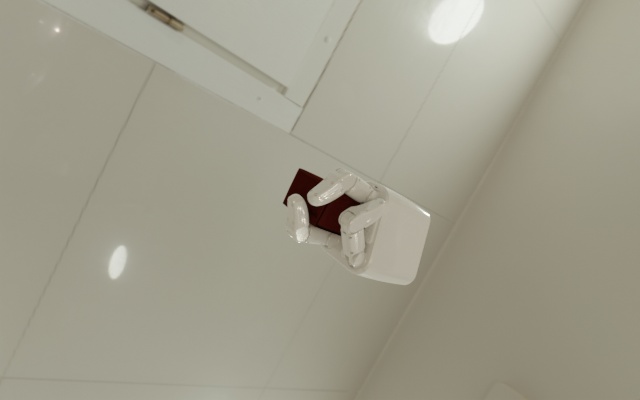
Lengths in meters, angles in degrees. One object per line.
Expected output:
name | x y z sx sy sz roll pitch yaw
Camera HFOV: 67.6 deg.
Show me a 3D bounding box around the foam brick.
foam brick | 0.000 0.002 0.602 0.051 0.053 0.078 22 9 -42
